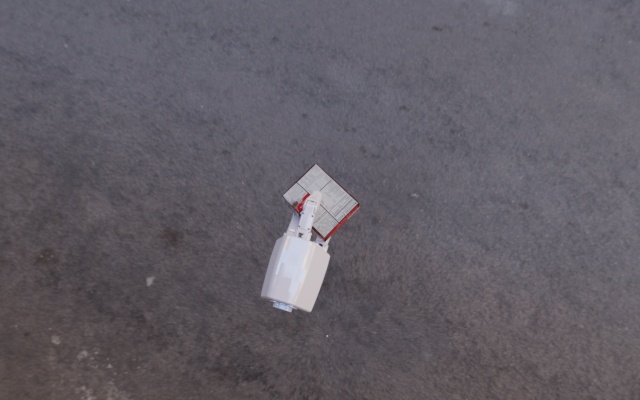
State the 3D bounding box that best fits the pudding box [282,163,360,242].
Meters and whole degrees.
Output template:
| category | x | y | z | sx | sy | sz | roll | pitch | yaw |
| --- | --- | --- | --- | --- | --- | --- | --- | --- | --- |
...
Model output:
| category | x | y | z | sx | sy | sz | roll | pitch | yaw |
| --- | --- | --- | --- | --- | --- | --- | --- | --- | --- |
| pudding box | 0.000 | 0.003 | 0.845 | 0.113 | 0.090 | 0.039 | 44 | -10 | 11 |
